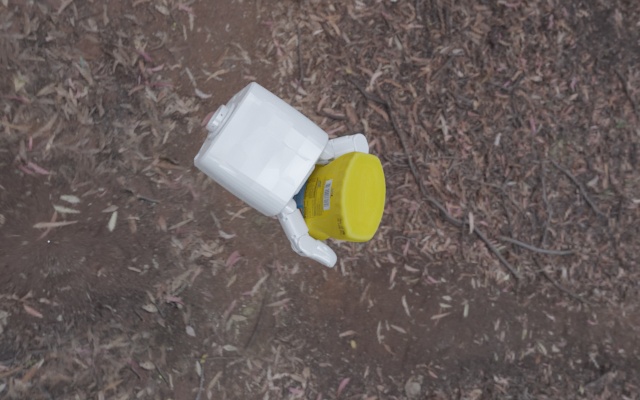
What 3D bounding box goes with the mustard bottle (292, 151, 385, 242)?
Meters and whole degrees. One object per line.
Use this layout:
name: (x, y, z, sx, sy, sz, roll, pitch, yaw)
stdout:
mustard bottle: (0.001, 0.002, 0.582, 0.058, 0.096, 0.191, 8, -8, -29)
